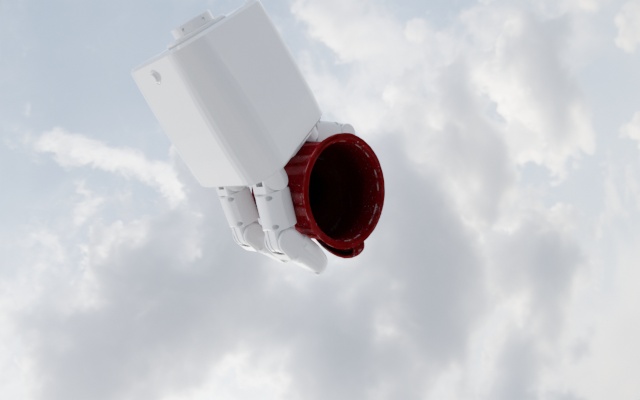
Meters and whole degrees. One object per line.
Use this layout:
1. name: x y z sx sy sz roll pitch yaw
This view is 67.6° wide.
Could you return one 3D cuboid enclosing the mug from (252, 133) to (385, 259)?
1. mug: 0.001 0.002 0.417 0.081 0.117 0.093 2 38 48
